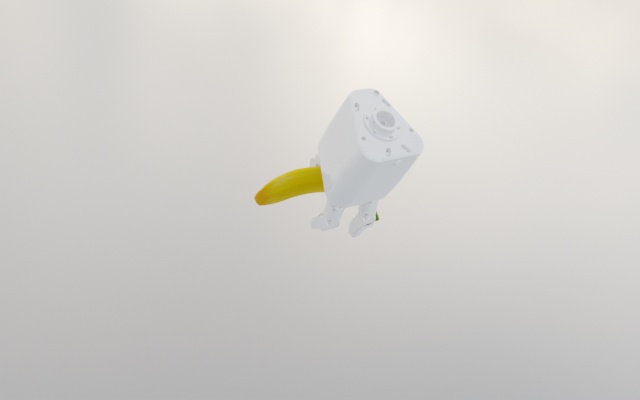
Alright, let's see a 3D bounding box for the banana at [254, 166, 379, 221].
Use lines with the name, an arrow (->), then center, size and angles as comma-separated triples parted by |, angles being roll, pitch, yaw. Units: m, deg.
banana -> 0.005, -0.016, 0.683 | 0.198, 0.069, 0.037 | 9, -10, -22
